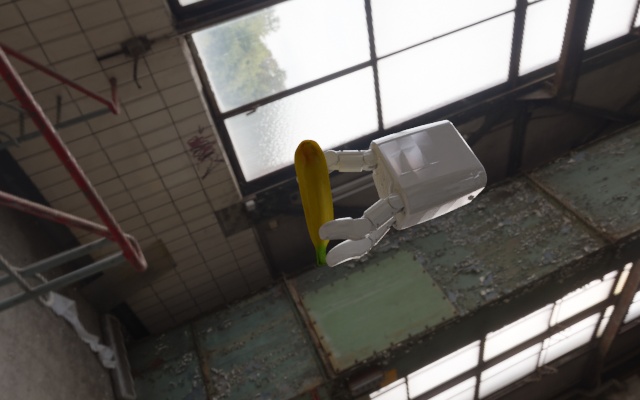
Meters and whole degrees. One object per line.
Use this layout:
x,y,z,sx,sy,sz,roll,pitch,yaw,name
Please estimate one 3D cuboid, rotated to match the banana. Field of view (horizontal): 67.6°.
-0.004,-0.009,0.553,0.037,0.069,0.198,-15,-43,-5,banana
